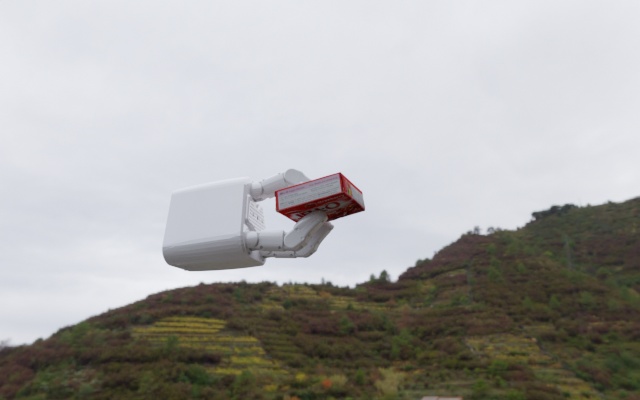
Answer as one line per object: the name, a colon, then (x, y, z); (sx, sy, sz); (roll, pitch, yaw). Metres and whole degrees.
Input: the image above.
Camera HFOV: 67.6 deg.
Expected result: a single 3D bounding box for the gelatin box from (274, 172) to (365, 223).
gelatin box: (0.000, 0.001, 0.577); (0.089, 0.030, 0.073); (-16, -24, 20)
